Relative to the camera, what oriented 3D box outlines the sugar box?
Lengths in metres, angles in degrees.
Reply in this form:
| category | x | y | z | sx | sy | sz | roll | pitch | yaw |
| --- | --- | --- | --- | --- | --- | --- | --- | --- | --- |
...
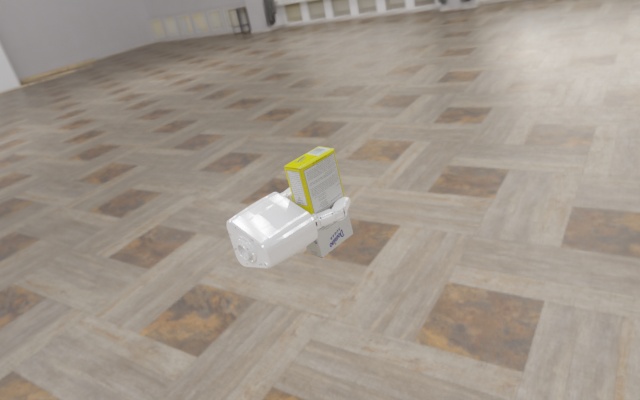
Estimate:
| category | x | y | z | sx | sy | sz | roll | pitch | yaw |
| --- | --- | --- | --- | --- | --- | --- | --- | --- | --- |
| sugar box | 0.000 | 0.003 | 0.850 | 0.048 | 0.176 | 0.093 | 14 | 36 | 42 |
